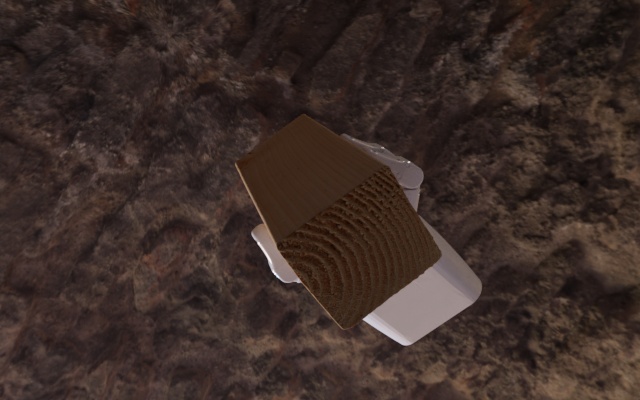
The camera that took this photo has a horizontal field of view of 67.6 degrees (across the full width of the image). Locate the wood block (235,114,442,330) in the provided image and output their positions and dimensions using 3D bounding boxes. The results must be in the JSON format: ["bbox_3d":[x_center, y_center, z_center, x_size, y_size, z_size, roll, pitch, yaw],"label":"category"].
[{"bbox_3d":[0.000,0.002,0.410,0.091,0.090,0.206,-37,25,-3],"label":"wood block"}]
